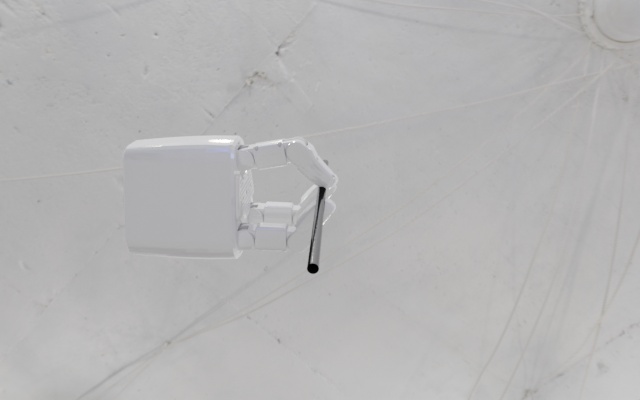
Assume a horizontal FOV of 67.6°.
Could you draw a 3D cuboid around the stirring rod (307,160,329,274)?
[{"bbox_3d":[0.000,0.001,0.427,0.011,0.011,0.239,0,21,3],"label":"stirring rod"}]
